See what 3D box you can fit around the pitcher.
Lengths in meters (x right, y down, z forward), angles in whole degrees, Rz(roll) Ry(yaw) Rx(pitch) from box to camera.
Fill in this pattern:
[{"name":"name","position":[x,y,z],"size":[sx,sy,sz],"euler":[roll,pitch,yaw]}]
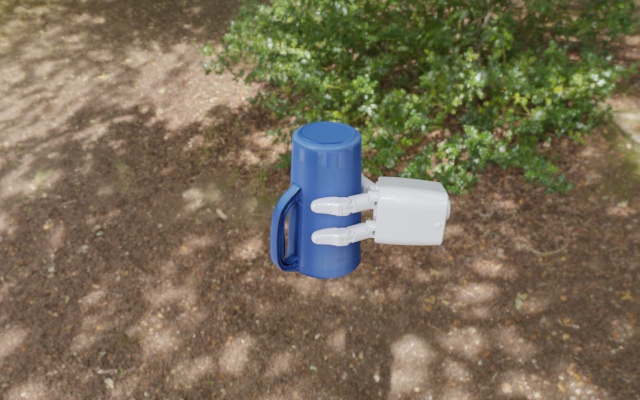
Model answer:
[{"name":"pitcher","position":[0.000,0.003,0.788],"size":[0.145,0.243,0.149],"euler":[5,30,7]}]
